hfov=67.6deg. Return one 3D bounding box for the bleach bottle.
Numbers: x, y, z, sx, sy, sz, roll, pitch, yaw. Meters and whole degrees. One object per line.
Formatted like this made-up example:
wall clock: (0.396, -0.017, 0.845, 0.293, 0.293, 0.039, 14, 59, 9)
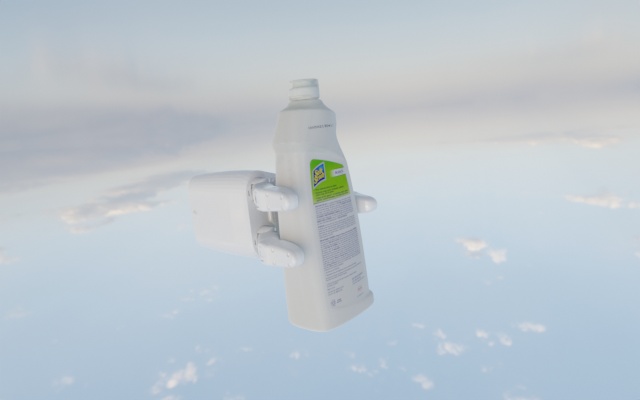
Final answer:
bleach bottle: (0.000, 0.002, 0.503, 0.068, 0.251, 0.102, 3, 13, 39)
